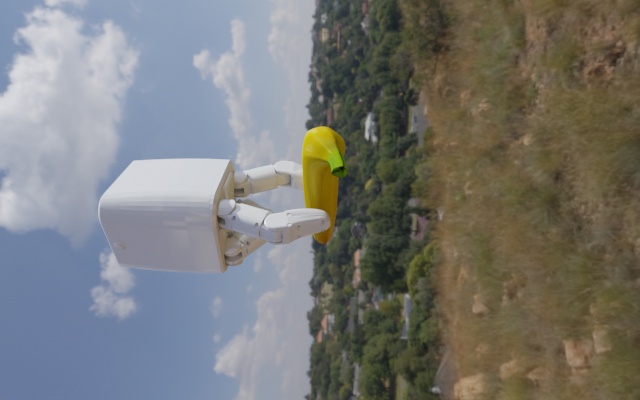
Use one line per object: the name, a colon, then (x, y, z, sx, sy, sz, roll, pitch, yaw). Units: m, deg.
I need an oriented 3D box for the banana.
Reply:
banana: (0.001, -0.017, 0.454, 0.037, 0.069, 0.198, 2, -21, -1)
